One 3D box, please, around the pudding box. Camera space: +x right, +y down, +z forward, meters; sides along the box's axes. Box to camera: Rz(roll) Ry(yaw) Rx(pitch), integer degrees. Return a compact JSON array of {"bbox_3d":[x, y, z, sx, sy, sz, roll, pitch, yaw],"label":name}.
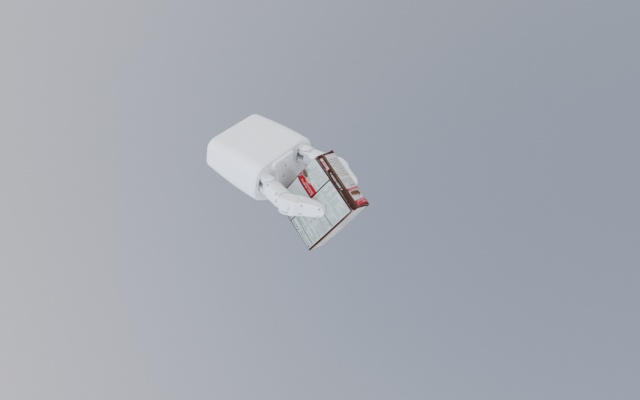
[{"bbox_3d":[0.000,0.002,0.644,0.039,0.090,0.113,-23,-16,-43],"label":"pudding box"}]
